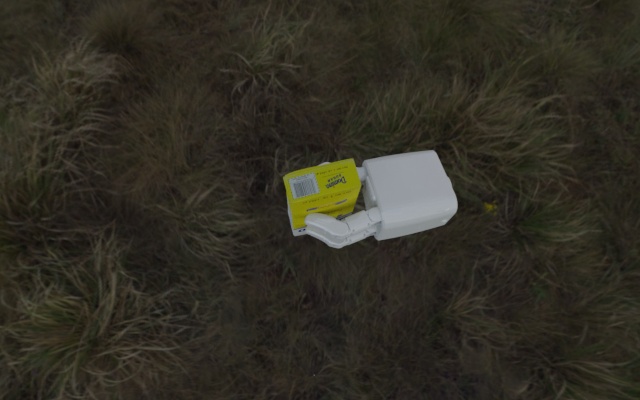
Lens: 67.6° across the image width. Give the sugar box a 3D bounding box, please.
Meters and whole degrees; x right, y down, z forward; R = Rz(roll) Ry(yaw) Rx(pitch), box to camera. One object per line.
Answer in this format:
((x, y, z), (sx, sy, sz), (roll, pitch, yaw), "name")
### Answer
((0.000, 0.003, 0.672), (0.093, 0.048, 0.176), (-13, -19, -5), "sugar box")
